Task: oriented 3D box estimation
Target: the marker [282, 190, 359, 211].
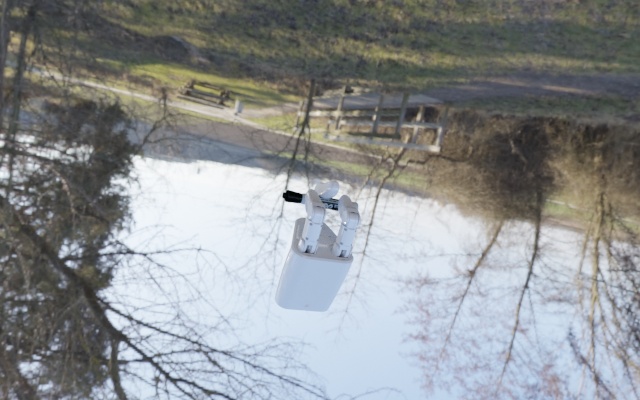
[{"bbox_3d":[0.000,0.002,0.726,0.121,0.020,0.020,10,-4,-21],"label":"marker"}]
